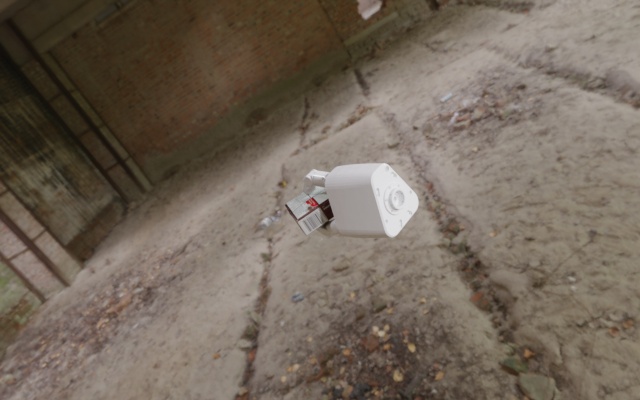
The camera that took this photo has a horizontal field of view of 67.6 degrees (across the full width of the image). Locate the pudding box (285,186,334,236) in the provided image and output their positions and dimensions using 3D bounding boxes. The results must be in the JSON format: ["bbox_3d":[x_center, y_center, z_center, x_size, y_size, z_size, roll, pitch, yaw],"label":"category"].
[{"bbox_3d":[0.000,0.003,0.847,0.113,0.039,0.090,-33,24,-5],"label":"pudding box"}]
